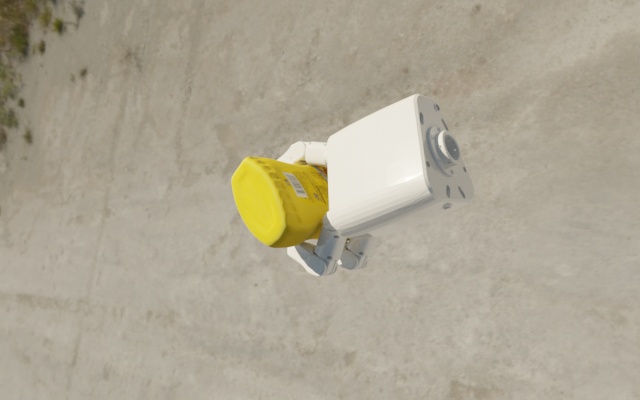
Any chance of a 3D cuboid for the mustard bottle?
[{"bbox_3d":[0.000,0.002,0.527,0.191,0.096,0.058,1,-44,-49],"label":"mustard bottle"}]
